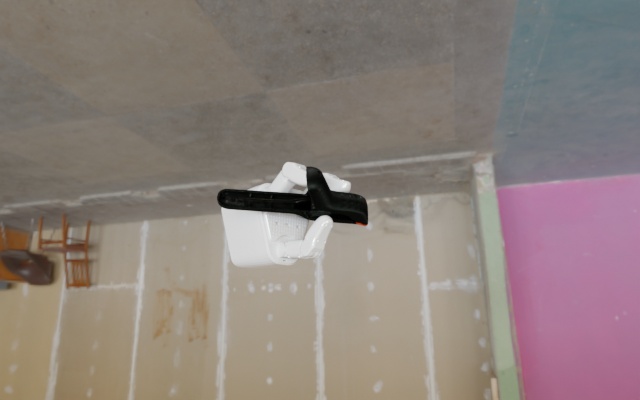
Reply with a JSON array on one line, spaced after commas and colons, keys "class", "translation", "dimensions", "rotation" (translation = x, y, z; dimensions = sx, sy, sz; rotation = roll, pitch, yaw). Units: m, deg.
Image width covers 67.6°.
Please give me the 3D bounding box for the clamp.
[{"class": "clamp", "translation": [0.000, 0.003, 0.603], "dimensions": [0.210, 0.036, 0.164], "rotation": [13, -17, -40]}]
